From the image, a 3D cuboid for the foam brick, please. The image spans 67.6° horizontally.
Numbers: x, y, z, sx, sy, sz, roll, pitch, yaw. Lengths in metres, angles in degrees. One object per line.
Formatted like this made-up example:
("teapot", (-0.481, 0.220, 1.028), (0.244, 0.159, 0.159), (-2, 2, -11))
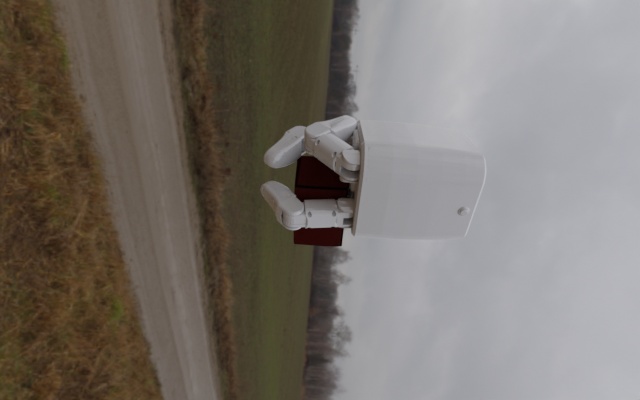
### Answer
("foam brick", (0.000, 0.002, 0.482), (0.051, 0.078, 0.053), (3, 41, -1))
